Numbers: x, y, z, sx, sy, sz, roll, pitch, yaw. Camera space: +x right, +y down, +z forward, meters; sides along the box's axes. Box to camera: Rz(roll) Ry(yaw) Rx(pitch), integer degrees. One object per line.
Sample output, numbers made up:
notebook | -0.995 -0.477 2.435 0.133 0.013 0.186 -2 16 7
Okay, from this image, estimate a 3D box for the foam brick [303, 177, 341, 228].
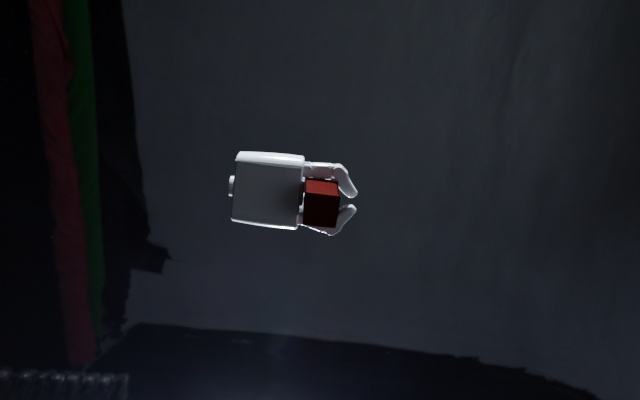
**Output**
foam brick | 0.000 0.002 0.729 0.051 0.053 0.078 7 19 -4
